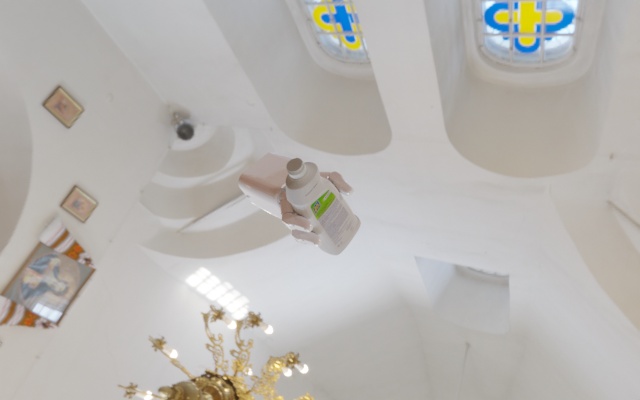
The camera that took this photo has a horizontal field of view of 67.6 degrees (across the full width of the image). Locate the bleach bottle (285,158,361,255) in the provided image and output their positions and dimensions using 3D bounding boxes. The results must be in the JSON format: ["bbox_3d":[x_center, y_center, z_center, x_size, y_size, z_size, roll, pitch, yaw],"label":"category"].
[{"bbox_3d":[0.000,0.003,0.880,0.068,0.102,0.251,23,-22,32],"label":"bleach bottle"}]
